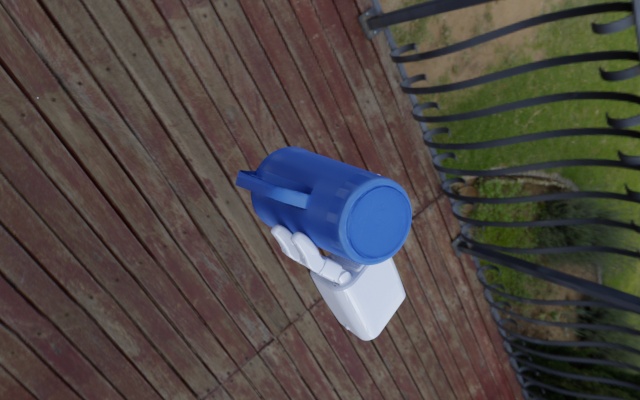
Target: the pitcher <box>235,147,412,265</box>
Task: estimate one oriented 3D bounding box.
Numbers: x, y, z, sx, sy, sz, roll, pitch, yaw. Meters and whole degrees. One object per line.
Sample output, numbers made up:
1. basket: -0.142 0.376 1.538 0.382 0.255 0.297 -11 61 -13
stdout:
1. pitcher: 0.000 0.002 0.653 0.149 0.145 0.243 -34 26 -20
